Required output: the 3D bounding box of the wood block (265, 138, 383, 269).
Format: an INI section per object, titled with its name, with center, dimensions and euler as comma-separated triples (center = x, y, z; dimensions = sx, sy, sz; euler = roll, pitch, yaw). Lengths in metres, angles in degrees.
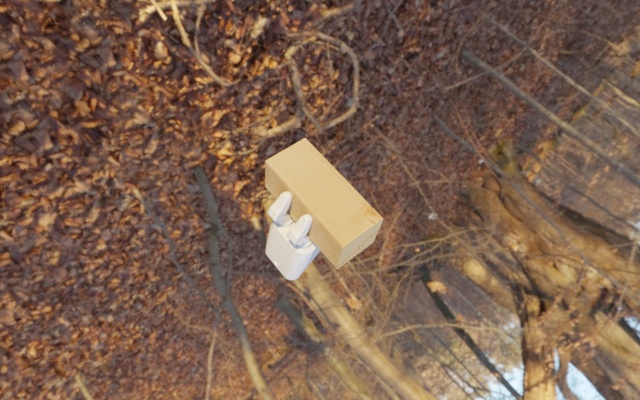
[wood block]
center = 0.000, 0.003, 0.831
dimensions = 0.091, 0.206, 0.090
euler = -33, -23, -24
